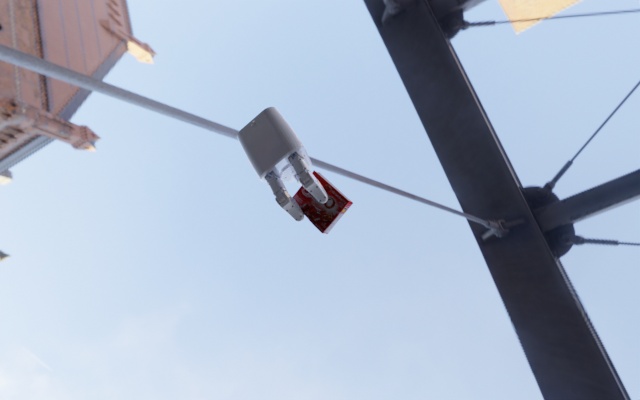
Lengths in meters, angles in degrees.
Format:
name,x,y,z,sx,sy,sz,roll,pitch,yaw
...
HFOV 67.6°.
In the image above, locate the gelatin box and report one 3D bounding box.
name,x,y,z,sx,sy,sz,roll,pitch,yaw
gelatin box,0.001,0.003,0.832,0.089,0.073,0.030,43,9,19
